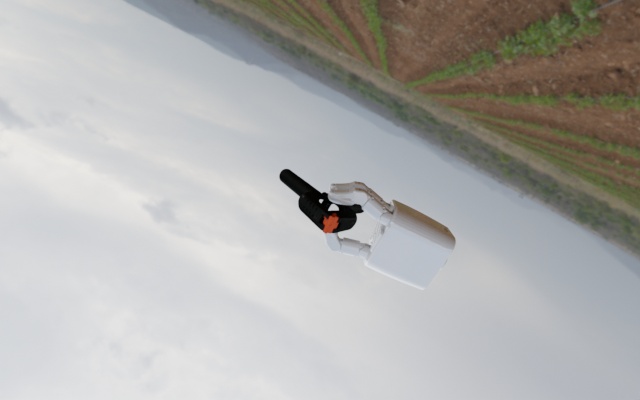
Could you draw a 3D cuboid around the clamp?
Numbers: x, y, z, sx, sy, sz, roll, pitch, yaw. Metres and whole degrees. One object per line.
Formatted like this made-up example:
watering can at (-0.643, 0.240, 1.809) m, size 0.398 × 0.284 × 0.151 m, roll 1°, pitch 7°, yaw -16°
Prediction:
clamp at (0.000, 0.003, 0.762) m, size 0.164 × 0.036 × 0.210 m, roll 23°, pitch 13°, yaw -2°
